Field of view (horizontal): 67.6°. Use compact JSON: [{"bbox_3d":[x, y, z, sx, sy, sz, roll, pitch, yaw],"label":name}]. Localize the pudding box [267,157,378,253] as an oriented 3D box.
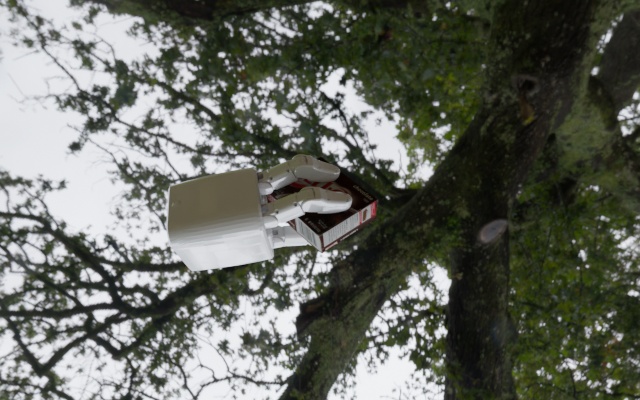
[{"bbox_3d":[0.000,0.002,0.584,0.090,0.039,0.113,-31,52,-24],"label":"pudding box"}]
